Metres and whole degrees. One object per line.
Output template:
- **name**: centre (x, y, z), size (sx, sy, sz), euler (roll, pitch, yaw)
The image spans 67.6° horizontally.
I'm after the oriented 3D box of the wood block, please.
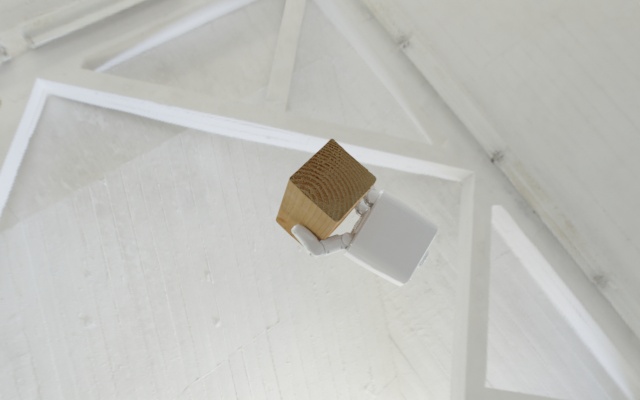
- **wood block**: centre (0.000, 0.003, 0.739), size (0.090, 0.090, 0.206), euler (-46, -5, -21)
